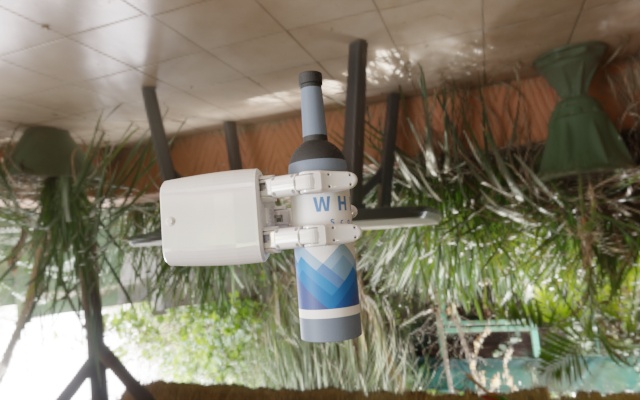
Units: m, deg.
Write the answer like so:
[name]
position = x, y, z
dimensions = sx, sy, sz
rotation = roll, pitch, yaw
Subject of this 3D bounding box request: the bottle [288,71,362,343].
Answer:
[bottle]
position = 0.000, 0.002, 0.533
dimensions = 0.069, 0.295, 0.069
rotation = -5, -5, 0
